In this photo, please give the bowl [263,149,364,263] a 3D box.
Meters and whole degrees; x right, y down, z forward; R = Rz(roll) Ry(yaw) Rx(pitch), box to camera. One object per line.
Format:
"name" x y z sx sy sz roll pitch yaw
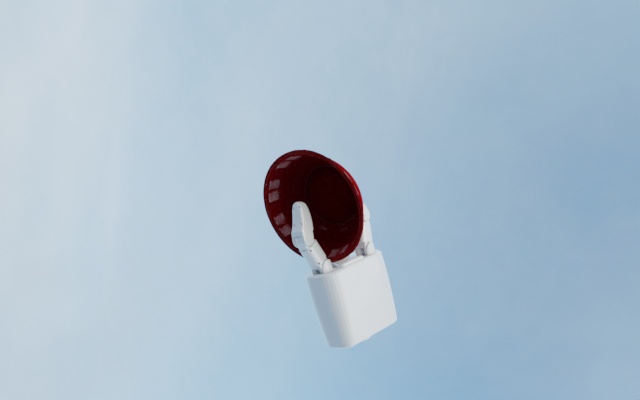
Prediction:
"bowl" 0.000 0.001 0.655 0.162 0.162 0.055 0 20 35
